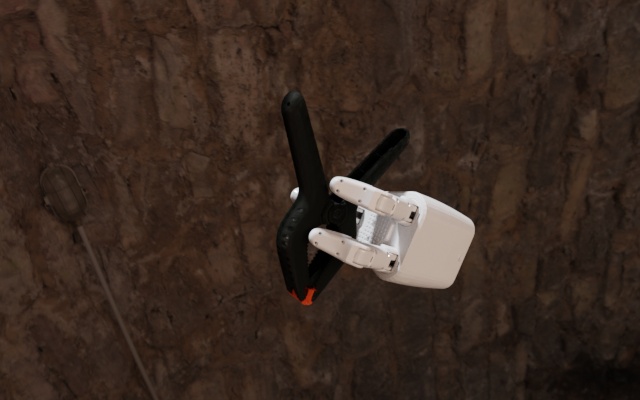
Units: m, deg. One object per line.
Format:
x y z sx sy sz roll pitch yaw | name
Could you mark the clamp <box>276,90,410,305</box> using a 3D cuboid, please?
0.000 0.002 0.479 0.164 0.210 0.036 18 5 -40 | clamp
